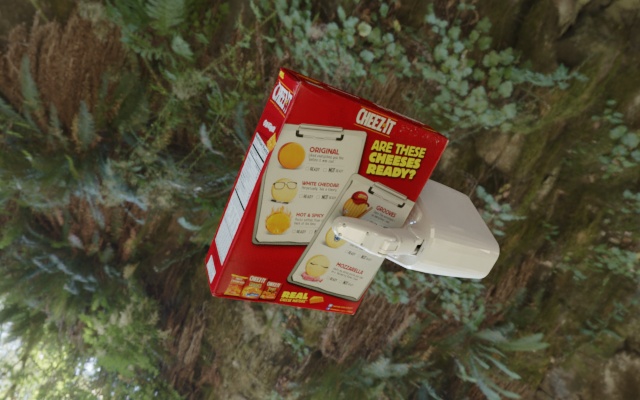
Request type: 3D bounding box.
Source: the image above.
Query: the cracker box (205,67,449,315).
[{"bbox_3d":[0.000,0.002,0.470,0.164,0.214,0.072,15,21,-28],"label":"cracker box"}]
